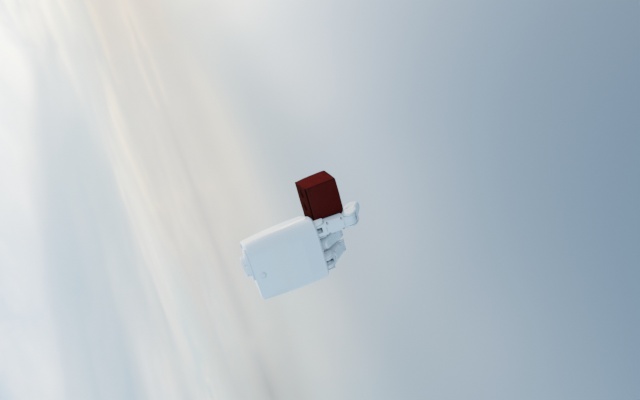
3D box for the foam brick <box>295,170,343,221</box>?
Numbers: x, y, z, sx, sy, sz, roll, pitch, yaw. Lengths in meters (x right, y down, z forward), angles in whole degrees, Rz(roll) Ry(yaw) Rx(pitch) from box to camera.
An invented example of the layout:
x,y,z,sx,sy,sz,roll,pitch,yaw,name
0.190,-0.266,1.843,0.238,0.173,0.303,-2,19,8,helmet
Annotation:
x,y,z,sx,sy,sz,roll,pitch,yaw,name
0.000,0.002,0.732,0.051,0.078,0.053,-20,20,-13,foam brick
